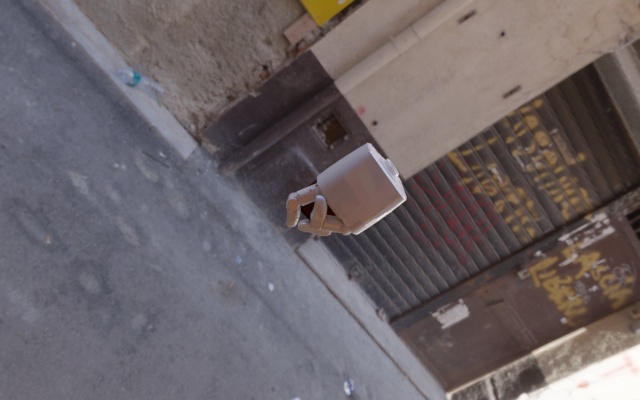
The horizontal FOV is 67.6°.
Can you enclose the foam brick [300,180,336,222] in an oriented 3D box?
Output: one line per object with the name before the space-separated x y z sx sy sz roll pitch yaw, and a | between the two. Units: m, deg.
foam brick | 0.000 0.003 0.855 0.051 0.053 0.078 -36 22 17
